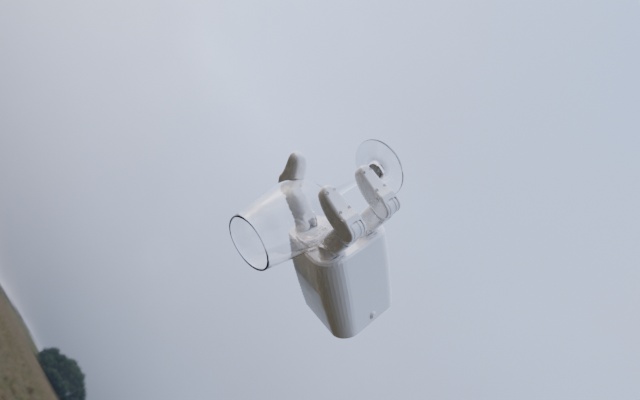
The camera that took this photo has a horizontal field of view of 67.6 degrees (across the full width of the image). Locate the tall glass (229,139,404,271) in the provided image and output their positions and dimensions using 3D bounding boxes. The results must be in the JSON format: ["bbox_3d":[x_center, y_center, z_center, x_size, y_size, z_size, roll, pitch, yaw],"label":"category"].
[{"bbox_3d":[0.001,0.001,0.523,0.201,0.079,0.079,-30,18,-35],"label":"tall glass"}]
